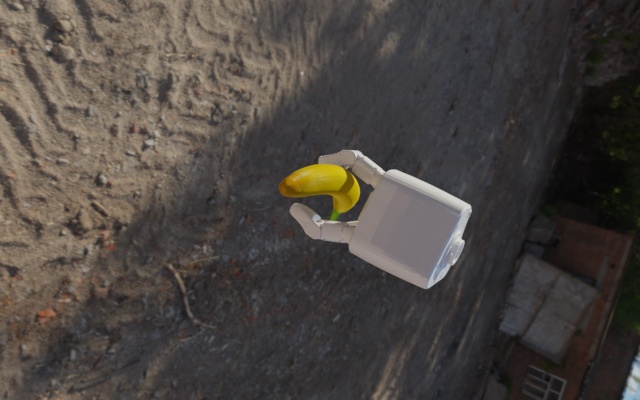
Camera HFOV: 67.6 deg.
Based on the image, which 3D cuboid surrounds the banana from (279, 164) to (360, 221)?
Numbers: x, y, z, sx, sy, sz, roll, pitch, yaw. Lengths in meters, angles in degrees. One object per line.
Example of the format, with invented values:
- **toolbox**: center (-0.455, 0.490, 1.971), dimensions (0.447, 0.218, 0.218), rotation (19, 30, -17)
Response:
- **banana**: center (0.012, -0.013, 0.606), dimensions (0.037, 0.069, 0.198), rotation (34, 0, 24)
